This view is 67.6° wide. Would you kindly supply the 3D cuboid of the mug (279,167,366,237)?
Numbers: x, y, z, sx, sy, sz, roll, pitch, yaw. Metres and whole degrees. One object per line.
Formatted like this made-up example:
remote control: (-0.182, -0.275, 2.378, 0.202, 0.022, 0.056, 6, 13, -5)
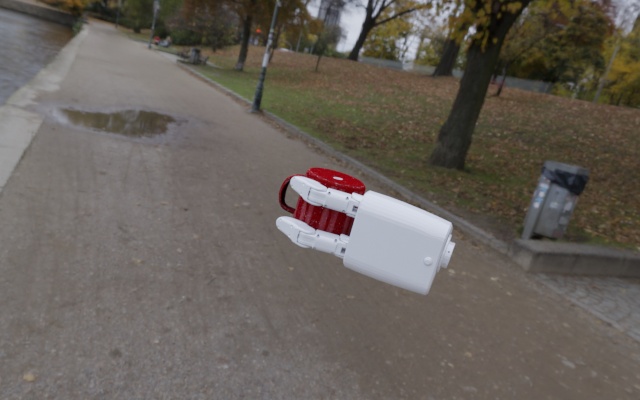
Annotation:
mug: (-0.001, 0.001, 0.638, 0.117, 0.081, 0.093, 20, 15, 15)
